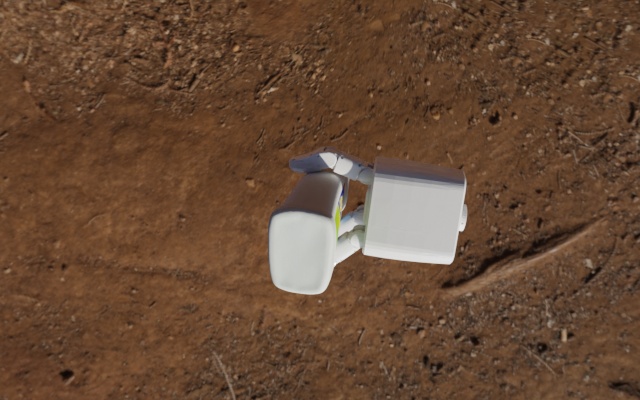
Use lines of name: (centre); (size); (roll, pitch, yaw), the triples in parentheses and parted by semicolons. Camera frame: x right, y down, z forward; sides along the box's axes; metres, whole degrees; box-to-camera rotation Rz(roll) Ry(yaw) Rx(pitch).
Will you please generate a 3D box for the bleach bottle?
bleach bottle: (0.000, 0.002, 0.581); (0.068, 0.103, 0.250); (7, 26, 7)
